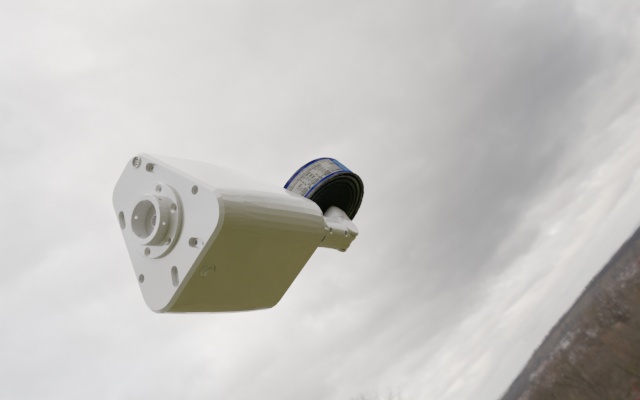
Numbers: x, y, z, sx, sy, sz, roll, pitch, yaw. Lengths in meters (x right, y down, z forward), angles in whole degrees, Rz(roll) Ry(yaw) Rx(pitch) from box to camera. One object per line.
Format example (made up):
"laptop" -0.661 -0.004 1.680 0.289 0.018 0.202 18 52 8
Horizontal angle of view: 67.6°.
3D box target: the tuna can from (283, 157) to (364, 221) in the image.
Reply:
"tuna can" 0.000 0.001 0.465 0.086 0.086 0.033 0 33 -48
